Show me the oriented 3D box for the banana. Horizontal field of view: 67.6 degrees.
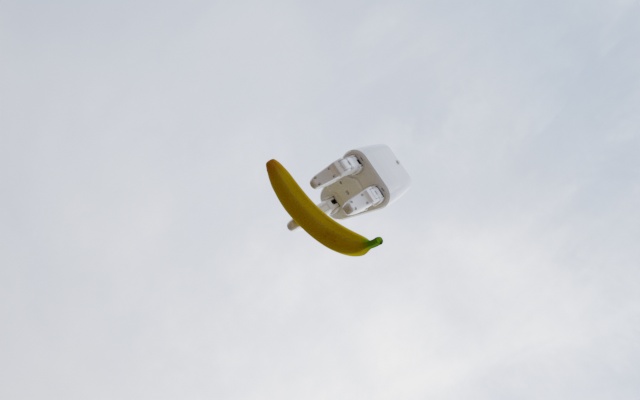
[{"bbox_3d":[-0.003,0.019,0.641,0.197,0.070,0.037,35,34,21],"label":"banana"}]
